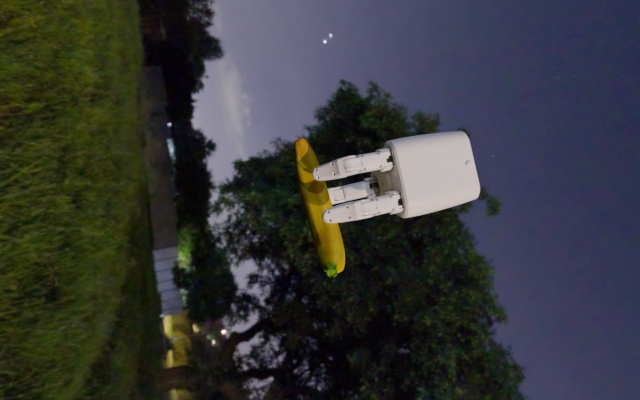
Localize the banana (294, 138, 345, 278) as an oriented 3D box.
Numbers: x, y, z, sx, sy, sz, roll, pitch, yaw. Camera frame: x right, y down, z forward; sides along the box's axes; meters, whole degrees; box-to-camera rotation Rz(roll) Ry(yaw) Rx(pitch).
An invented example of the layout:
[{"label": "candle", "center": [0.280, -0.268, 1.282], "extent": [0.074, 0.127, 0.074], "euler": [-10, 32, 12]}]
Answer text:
[{"label": "banana", "center": [0.000, 0.014, 0.613], "extent": [0.037, 0.197, 0.070], "euler": [-12, -27, -8]}]
